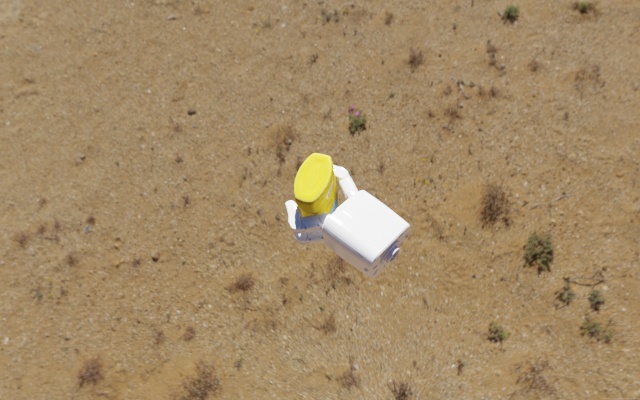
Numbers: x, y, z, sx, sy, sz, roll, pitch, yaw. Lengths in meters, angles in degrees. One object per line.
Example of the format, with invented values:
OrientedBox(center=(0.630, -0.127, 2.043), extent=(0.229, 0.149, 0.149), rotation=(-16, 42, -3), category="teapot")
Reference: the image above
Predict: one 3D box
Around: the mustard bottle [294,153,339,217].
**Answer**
OrientedBox(center=(0.000, 0.003, 0.860), extent=(0.058, 0.096, 0.192), rotation=(13, -24, 14), category="mustard bottle")
